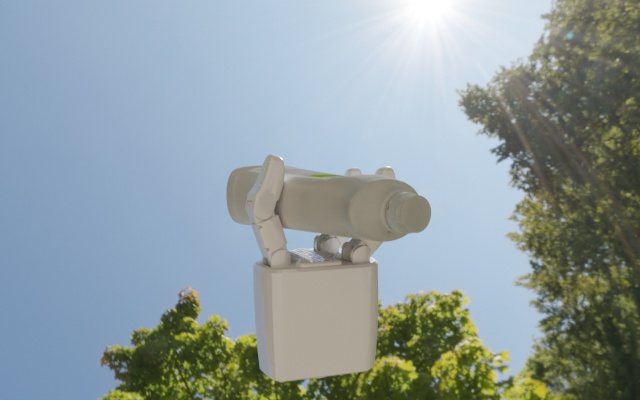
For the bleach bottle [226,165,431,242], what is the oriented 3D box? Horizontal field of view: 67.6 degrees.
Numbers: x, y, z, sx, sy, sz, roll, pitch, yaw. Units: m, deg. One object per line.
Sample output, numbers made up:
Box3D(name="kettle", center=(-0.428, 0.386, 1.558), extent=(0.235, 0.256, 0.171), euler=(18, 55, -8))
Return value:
Box3D(name="bleach bottle", center=(0.000, 0.001, 0.451), extent=(0.102, 0.068, 0.251), euler=(-4, 6, -30))
